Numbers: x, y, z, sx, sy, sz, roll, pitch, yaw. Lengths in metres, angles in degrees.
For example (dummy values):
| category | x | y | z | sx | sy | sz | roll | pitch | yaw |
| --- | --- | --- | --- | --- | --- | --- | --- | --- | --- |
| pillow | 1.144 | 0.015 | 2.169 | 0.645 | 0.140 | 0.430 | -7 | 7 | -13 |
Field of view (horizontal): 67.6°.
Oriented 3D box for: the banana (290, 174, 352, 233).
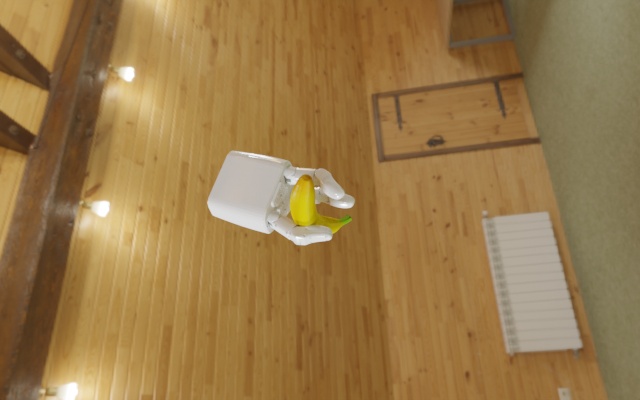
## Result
| category | x | y | z | sx | sy | sz | roll | pitch | yaw |
| --- | --- | --- | --- | --- | --- | --- | --- | --- | --- |
| banana | -0.010 | 0.018 | 0.729 | 0.037 | 0.069 | 0.198 | 38 | -2 | 27 |
